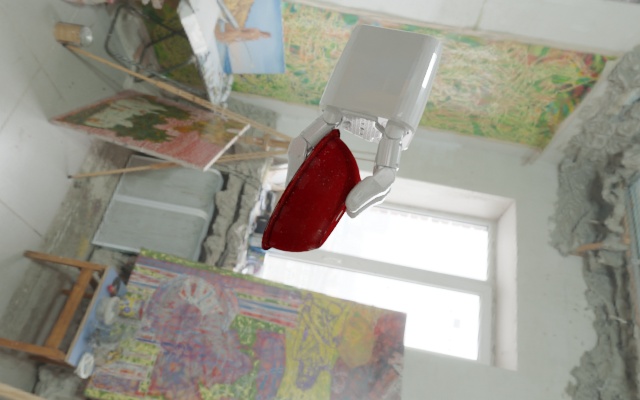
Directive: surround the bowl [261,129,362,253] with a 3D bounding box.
[{"bbox_3d":[0.000,0.003,0.542,0.055,0.162,0.162,32,4,7],"label":"bowl"}]
